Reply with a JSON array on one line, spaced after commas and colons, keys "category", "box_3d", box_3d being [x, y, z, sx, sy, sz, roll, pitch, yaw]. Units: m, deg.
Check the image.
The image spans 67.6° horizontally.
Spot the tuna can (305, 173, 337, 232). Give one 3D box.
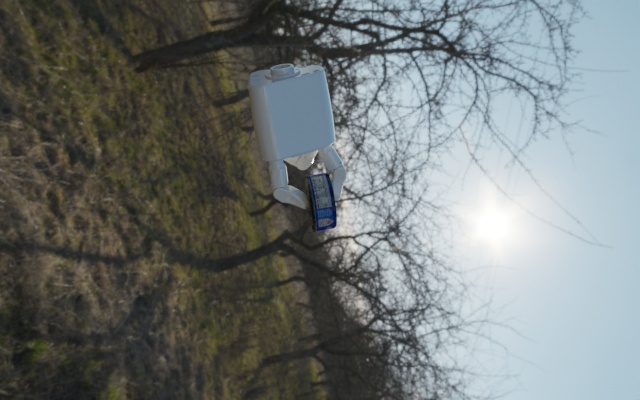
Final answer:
[{"category": "tuna can", "box_3d": [0.001, 0.002, 0.713, 0.034, 0.086, 0.086, -9, 1, -6]}]
